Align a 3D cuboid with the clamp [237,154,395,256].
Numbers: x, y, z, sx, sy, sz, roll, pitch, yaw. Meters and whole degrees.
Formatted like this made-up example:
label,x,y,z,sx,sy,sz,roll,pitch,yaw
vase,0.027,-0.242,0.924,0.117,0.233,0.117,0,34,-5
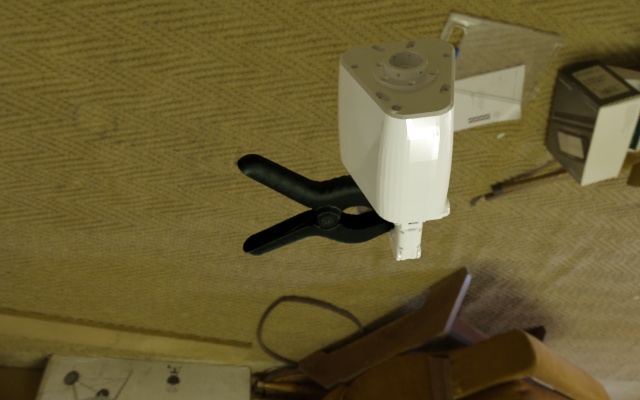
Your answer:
label,x,y,z,sx,sy,sz,roll,pitch,yaw
clamp,0.000,0.002,0.459,0.171,0.039,0.120,-7,-44,0
